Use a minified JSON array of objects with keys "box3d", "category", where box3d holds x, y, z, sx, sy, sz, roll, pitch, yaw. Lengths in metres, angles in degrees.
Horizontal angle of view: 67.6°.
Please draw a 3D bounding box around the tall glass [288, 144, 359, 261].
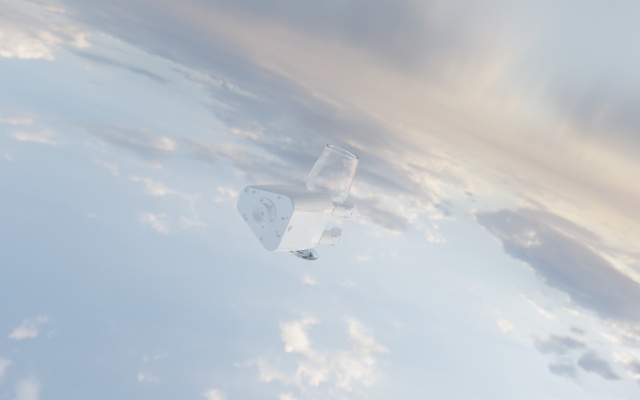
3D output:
[{"box3d":[0.000,0.003,0.854,0.079,0.201,0.079,22,14,-6],"category":"tall glass"}]
